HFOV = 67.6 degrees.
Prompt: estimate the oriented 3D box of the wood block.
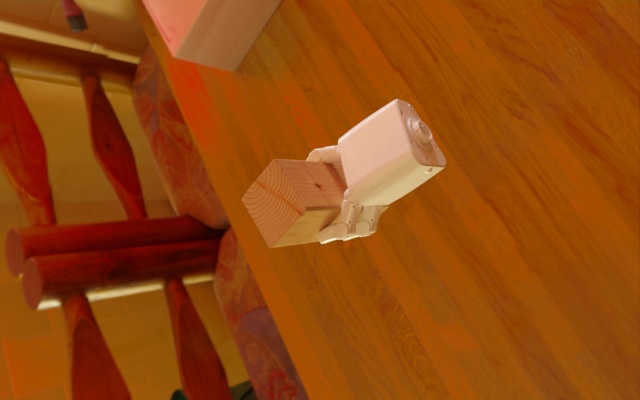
[{"bbox_3d":[0.000,0.002,0.717,0.206,0.090,0.090,-1,-38,-51],"label":"wood block"}]
